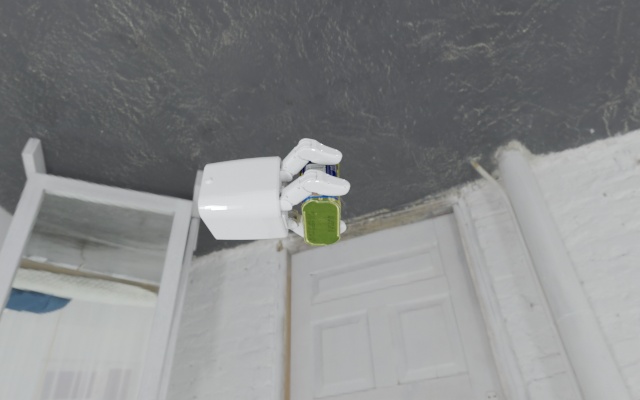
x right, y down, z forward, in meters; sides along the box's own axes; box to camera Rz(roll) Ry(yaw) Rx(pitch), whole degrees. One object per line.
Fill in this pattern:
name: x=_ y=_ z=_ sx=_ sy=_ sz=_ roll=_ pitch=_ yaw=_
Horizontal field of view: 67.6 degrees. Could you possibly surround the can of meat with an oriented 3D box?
can of meat: x=0.000 y=0.002 z=0.668 sx=0.057 sy=0.083 sz=0.102 roll=-3 pitch=-42 yaw=0
